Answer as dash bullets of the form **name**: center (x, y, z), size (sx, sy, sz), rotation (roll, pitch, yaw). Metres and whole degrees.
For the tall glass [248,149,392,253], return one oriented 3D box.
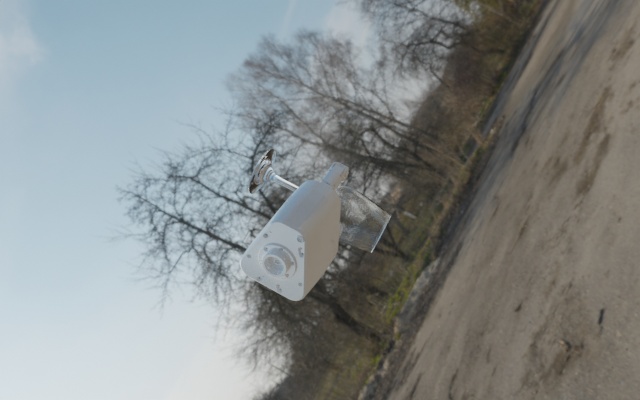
- **tall glass**: center (0.000, 0.002, 0.692), size (0.201, 0.079, 0.079), rotation (27, 4, 9)
